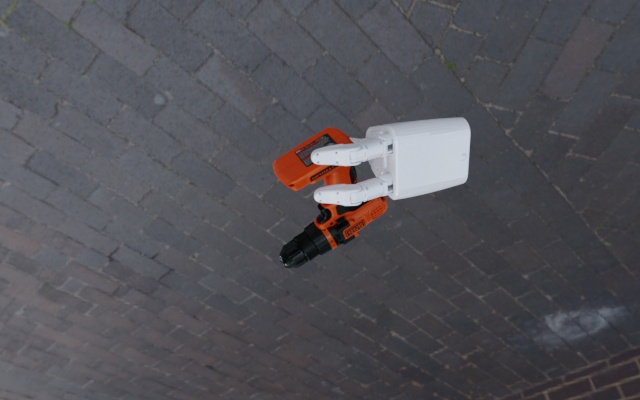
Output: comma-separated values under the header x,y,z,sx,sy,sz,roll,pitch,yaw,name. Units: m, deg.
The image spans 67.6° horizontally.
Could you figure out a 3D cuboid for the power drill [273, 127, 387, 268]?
x,y,z,sx,sy,sz,roll,pitch,yaw,name
0.000,0.002,0.669,0.184,0.057,0.188,-34,-38,-8,power drill
